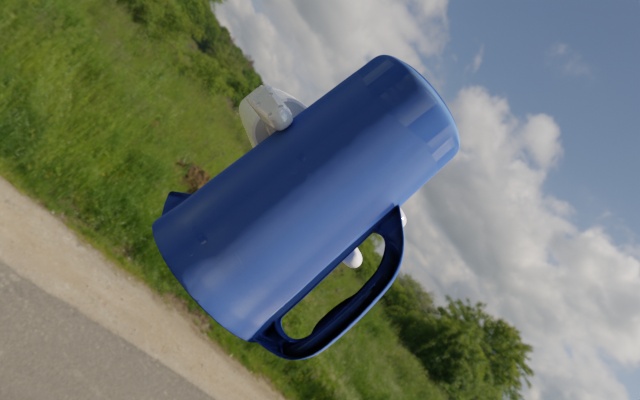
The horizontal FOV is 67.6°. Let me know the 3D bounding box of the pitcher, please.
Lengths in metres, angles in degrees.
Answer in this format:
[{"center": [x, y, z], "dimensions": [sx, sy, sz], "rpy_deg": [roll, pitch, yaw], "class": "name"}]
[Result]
[{"center": [0.000, 0.001, 0.402], "dimensions": [0.243, 0.149, 0.145], "rpy_deg": [-40, 27, 0], "class": "pitcher"}]
